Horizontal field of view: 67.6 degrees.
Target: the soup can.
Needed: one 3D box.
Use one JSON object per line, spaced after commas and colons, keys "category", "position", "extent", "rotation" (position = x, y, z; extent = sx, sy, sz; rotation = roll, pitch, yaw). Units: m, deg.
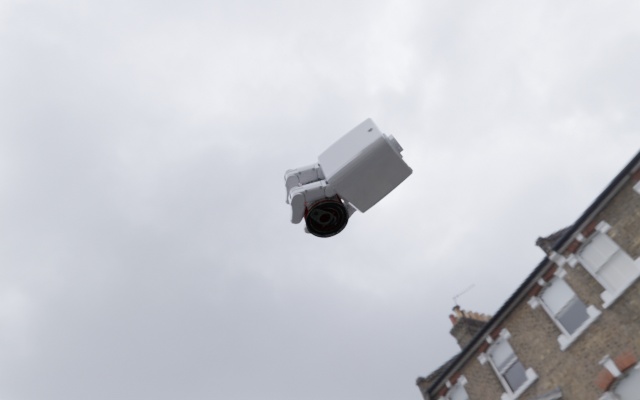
{"category": "soup can", "position": [0.000, 0.003, 0.766], "extent": [0.068, 0.068, 0.102], "rotation": [0, 33, -15]}
